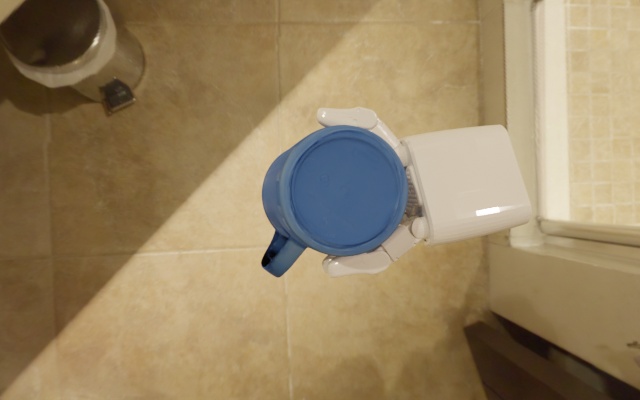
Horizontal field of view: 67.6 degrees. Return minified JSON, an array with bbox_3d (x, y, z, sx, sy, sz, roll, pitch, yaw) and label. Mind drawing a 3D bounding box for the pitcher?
[{"bbox_3d":[0.000,0.002,0.497,0.145,0.149,0.243,-9,1,-7],"label":"pitcher"}]
